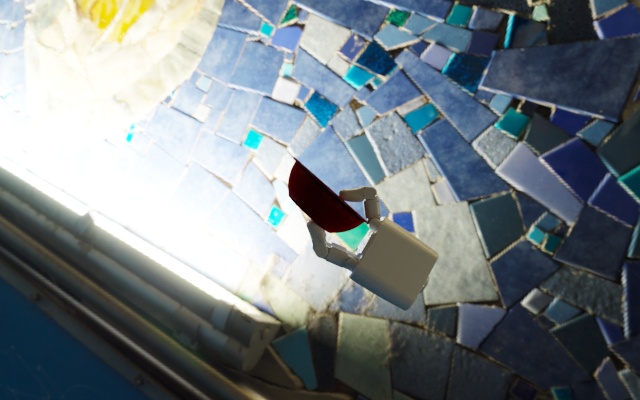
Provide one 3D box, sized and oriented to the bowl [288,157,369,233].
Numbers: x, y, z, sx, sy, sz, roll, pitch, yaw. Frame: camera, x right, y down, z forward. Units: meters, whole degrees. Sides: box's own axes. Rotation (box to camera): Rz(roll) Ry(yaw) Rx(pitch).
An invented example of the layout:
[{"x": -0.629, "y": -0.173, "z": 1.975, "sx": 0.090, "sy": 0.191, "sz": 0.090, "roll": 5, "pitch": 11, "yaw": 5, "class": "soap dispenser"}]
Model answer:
[{"x": -0.001, "y": 0.002, "z": 0.767, "sx": 0.162, "sy": 0.055, "sz": 0.162, "roll": 42, "pitch": 2, "yaw": -2, "class": "bowl"}]
